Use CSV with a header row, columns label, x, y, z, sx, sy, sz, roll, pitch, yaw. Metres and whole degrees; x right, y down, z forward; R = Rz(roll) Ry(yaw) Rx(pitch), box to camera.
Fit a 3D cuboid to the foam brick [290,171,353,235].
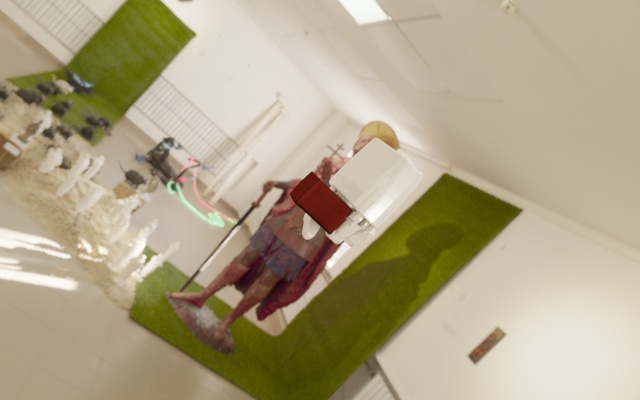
label,x,y,z,sx,sy,sz,roll,pitch,yaw
foam brick,0.000,0.002,0.724,0.078,0.051,0.053,43,3,-23
